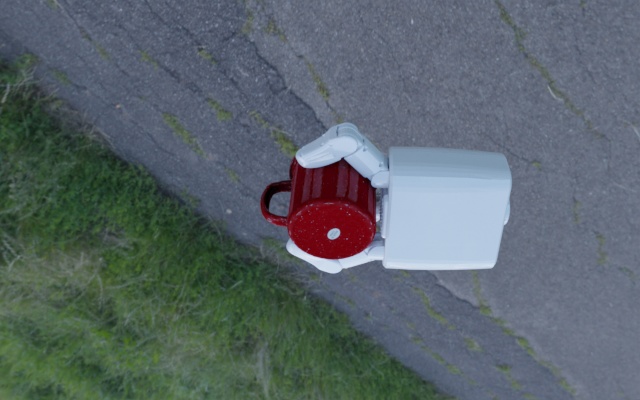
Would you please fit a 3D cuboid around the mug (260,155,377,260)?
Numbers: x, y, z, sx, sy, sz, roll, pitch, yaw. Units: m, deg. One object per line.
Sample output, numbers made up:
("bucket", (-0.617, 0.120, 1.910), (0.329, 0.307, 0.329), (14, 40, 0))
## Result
("mug", (-0.001, 0.002, 0.457), (0.117, 0.093, 0.081), (1, 44, 4))
